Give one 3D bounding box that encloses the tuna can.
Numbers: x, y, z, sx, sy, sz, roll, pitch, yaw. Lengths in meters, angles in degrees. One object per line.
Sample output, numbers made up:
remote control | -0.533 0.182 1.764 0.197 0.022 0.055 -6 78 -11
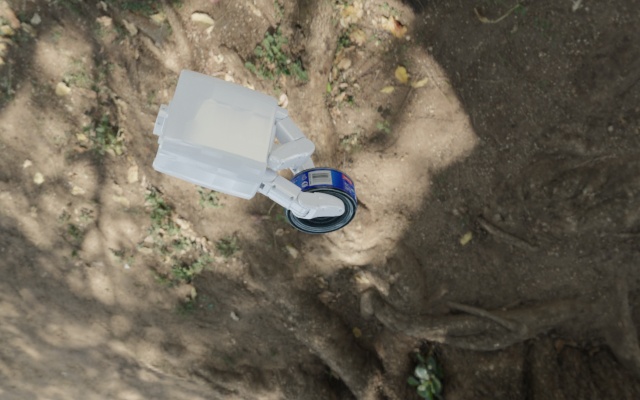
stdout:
tuna can | 0.000 0.002 0.564 0.086 0.033 0.086 -3 -41 -3
